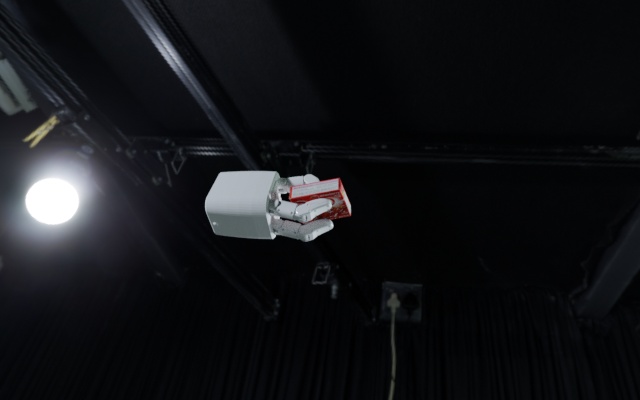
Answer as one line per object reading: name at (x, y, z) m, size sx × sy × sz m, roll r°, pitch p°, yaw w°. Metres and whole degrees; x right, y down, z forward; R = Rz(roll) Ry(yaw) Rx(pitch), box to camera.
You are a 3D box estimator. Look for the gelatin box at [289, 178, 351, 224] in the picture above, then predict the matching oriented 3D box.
gelatin box at (0.000, 0.002, 0.806) m, size 0.089 × 0.030 × 0.073 m, roll -10°, pitch -41°, yaw 13°
